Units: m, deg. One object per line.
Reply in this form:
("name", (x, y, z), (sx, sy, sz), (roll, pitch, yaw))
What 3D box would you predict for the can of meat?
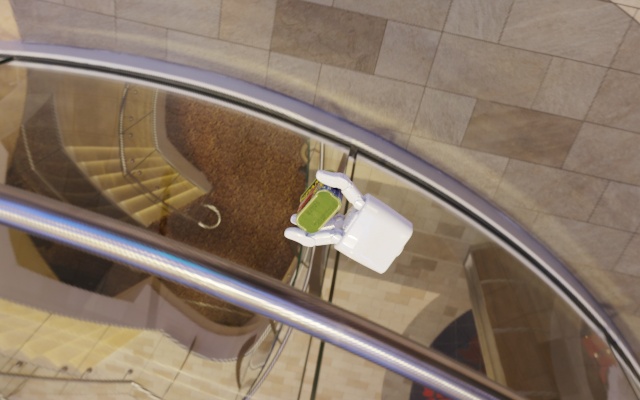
("can of meat", (0.000, 0.003, 0.896), (0.057, 0.102, 0.084), (35, 28, -12))
